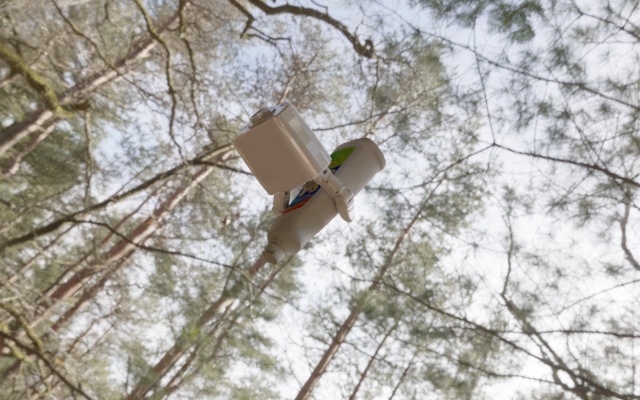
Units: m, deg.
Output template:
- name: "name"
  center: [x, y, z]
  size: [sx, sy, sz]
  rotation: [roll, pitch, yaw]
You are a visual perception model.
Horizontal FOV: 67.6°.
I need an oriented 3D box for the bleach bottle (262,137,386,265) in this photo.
- name: "bleach bottle"
  center: [0.000, 0.002, 0.755]
  size: [0.102, 0.068, 0.250]
  rotation: [-9, 33, 51]
